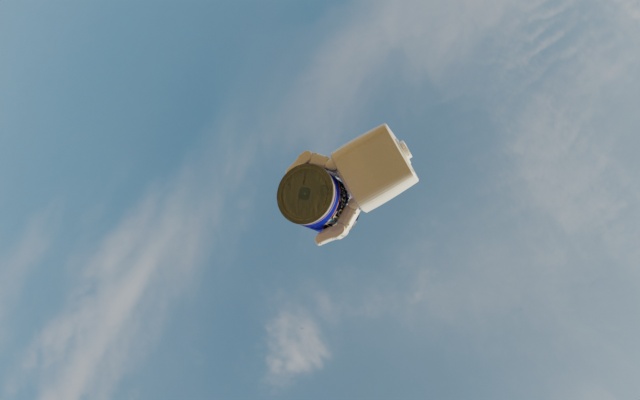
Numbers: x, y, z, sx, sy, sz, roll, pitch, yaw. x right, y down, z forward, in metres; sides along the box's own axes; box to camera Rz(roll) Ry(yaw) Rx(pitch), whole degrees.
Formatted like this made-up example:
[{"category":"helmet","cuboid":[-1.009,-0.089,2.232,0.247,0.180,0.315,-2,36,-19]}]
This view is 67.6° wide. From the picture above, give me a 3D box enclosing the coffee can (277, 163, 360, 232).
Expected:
[{"category":"coffee can","cuboid":[0.000,0.003,0.839,0.103,0.102,0.140,0,-12,23]}]
